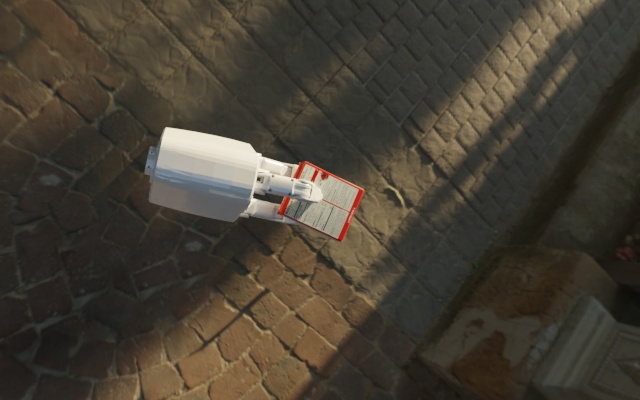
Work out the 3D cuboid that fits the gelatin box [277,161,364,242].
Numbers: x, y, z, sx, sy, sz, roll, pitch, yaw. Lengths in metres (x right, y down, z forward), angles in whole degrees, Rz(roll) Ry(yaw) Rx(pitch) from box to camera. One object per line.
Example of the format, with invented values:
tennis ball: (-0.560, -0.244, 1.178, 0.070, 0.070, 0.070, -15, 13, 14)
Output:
gelatin box: (0.001, 0.002, 0.603, 0.089, 0.073, 0.030, 25, -8, -13)
